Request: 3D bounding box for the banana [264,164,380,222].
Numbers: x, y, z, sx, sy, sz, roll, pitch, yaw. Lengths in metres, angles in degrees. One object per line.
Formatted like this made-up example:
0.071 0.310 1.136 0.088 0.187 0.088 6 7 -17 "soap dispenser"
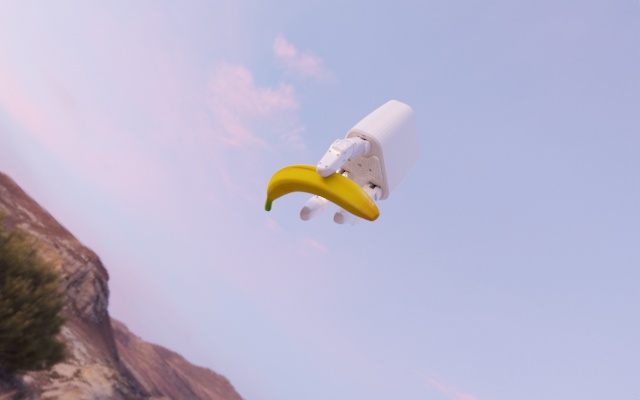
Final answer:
-0.007 -0.015 0.636 0.198 0.070 0.037 5 32 41 "banana"
